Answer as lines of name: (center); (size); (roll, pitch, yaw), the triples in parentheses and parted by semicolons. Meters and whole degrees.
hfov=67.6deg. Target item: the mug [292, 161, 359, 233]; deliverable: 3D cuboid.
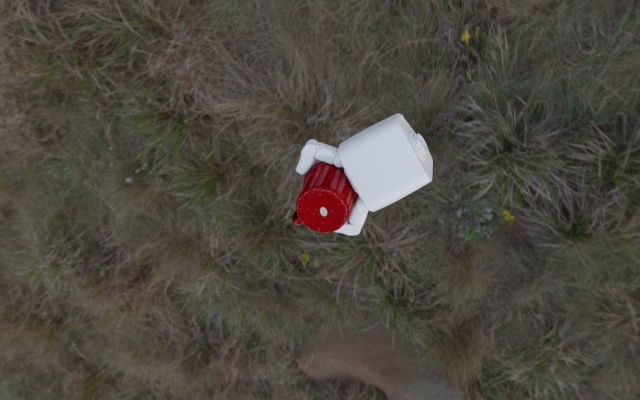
mug: (-0.001, 0.003, 0.747); (0.117, 0.093, 0.081); (-30, 19, 26)
